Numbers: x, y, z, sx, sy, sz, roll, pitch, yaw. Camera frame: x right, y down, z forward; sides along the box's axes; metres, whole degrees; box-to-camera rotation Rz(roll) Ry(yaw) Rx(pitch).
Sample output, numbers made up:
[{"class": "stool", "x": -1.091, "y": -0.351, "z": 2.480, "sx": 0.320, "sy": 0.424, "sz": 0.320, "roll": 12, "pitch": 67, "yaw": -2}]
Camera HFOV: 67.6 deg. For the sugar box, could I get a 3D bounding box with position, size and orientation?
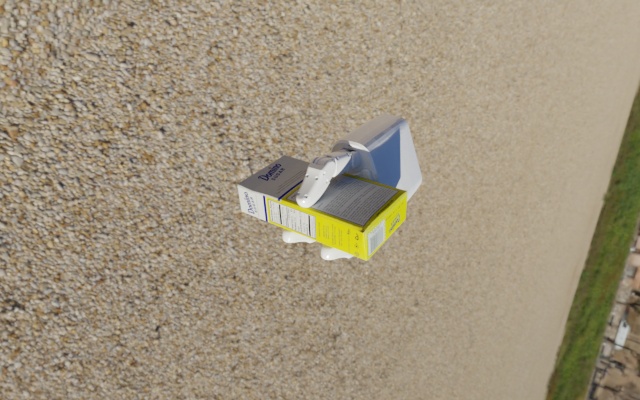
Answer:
[{"class": "sugar box", "x": 0.000, "y": 0.002, "z": 0.552, "sx": 0.176, "sy": 0.048, "sz": 0.093, "roll": 17, "pitch": 37, "yaw": 32}]
